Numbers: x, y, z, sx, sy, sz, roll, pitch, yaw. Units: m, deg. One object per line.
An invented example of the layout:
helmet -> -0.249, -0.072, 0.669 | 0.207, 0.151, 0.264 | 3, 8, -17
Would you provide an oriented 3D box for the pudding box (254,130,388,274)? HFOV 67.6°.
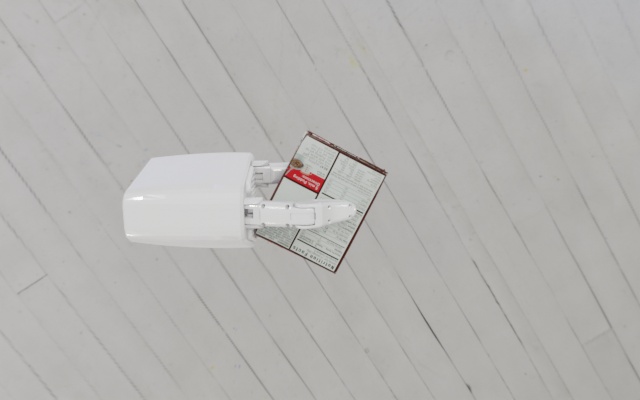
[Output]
pudding box -> 0.000, 0.002, 0.464 | 0.090, 0.113, 0.039 | 27, 9, -4
